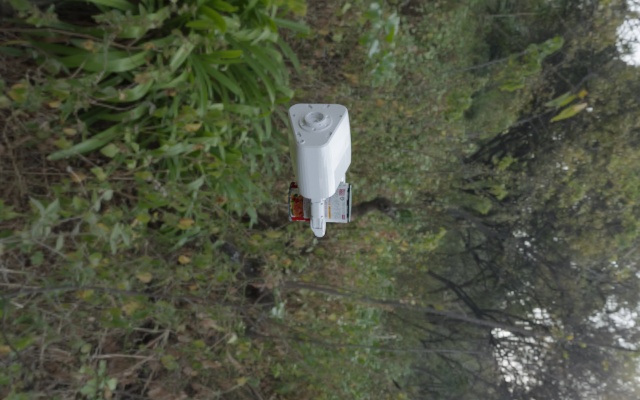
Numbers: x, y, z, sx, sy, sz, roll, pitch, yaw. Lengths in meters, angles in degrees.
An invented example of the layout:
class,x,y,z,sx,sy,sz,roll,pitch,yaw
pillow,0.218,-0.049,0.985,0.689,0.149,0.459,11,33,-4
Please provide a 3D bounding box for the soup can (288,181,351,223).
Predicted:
class,x,y,z,sx,sy,sz,roll,pitch,yaw
soup can,0.000,0.003,0.815,0.102,0.068,0.068,2,0,6
